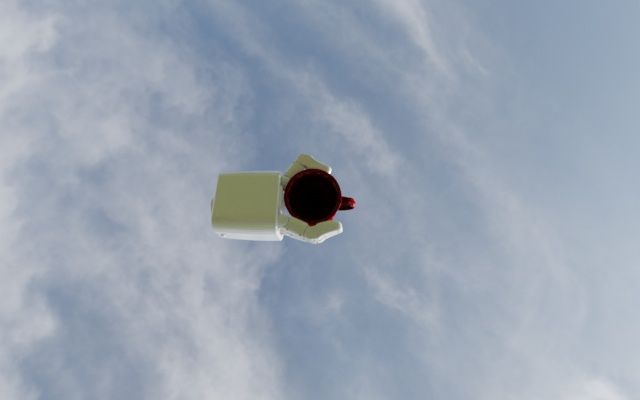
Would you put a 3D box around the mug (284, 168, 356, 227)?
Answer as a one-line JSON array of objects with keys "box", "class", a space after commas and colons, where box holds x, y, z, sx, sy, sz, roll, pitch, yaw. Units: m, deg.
[{"box": [0.002, 0.003, 0.802, 0.117, 0.093, 0.081, 2, -13, 1], "class": "mug"}]
